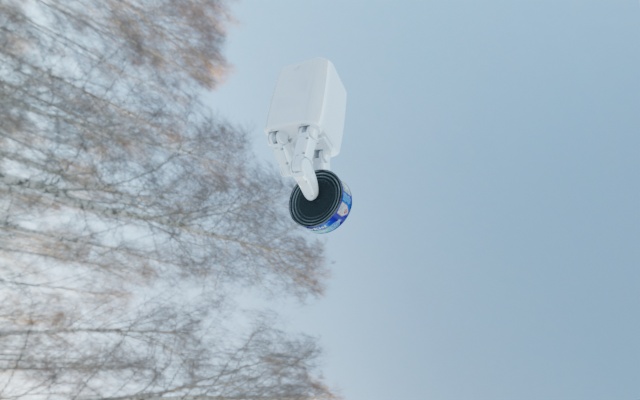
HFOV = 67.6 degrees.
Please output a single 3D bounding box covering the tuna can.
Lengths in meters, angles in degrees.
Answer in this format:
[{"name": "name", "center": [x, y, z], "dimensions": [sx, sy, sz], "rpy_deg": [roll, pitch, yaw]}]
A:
[{"name": "tuna can", "center": [0.000, 0.002, 0.662], "dimensions": [0.086, 0.086, 0.034], "rpy_deg": [0, -23, 34]}]
